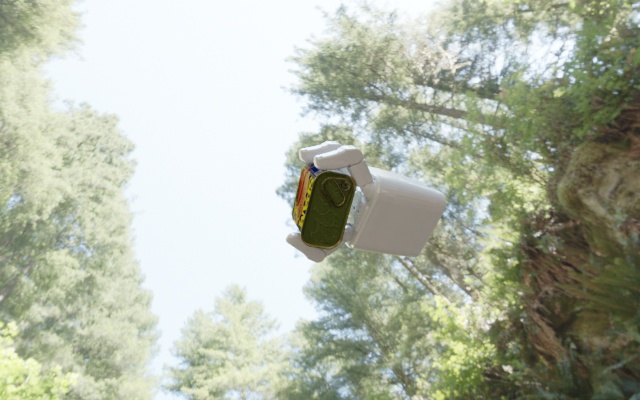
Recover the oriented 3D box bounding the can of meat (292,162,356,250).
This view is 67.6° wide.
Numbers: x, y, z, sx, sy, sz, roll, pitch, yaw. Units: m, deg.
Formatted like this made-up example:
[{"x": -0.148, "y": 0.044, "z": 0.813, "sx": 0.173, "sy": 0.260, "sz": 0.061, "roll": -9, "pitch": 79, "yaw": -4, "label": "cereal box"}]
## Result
[{"x": 0.000, "y": 0.002, "z": 0.641, "sx": 0.057, "sy": 0.102, "sz": 0.084, "roll": 10, "pitch": 14, "yaw": -17, "label": "can of meat"}]
